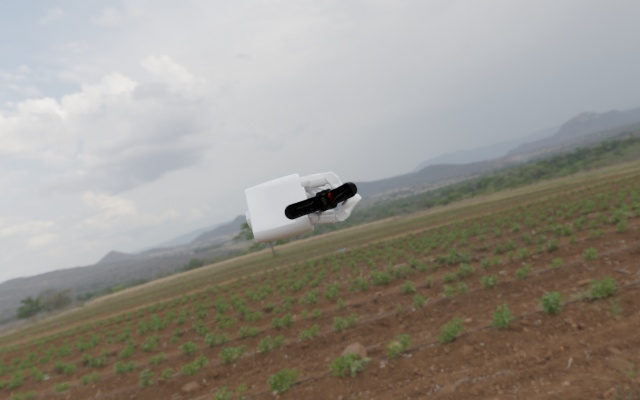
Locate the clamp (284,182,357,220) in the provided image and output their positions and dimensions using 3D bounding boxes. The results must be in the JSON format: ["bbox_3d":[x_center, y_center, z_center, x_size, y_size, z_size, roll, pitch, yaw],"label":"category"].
[{"bbox_3d":[0.000,0.002,0.812,0.120,0.039,0.171,-15,-4,0],"label":"clamp"}]
